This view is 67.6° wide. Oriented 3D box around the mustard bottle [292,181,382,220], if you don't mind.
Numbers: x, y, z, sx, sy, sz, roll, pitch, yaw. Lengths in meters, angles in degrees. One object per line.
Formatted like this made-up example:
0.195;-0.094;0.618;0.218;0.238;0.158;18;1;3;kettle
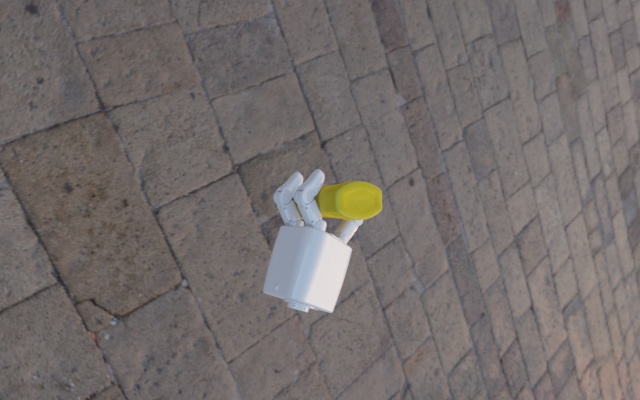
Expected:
0.000;0.002;0.763;0.096;0.058;0.191;-4;1;-39;mustard bottle
